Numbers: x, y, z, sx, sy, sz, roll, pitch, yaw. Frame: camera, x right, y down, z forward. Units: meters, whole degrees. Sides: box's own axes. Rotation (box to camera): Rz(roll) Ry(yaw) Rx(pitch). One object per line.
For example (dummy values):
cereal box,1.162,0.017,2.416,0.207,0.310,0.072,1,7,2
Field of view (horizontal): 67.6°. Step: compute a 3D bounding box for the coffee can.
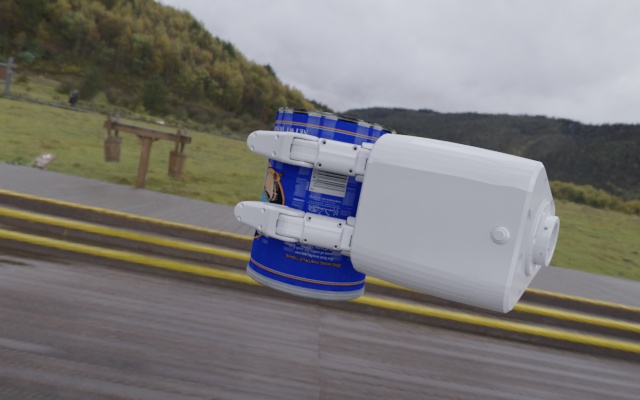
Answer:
coffee can,0.000,0.001,0.407,0.103,0.140,0.103,11,4,-1
